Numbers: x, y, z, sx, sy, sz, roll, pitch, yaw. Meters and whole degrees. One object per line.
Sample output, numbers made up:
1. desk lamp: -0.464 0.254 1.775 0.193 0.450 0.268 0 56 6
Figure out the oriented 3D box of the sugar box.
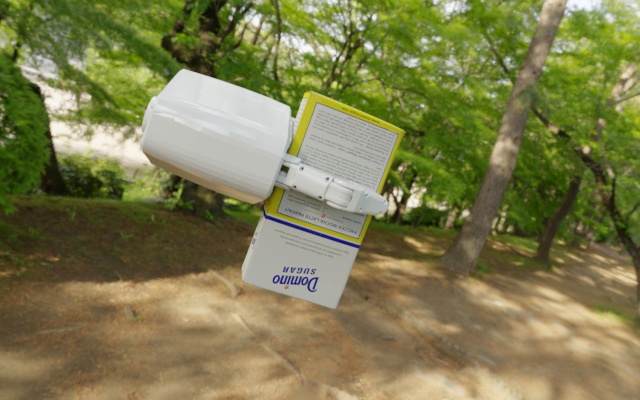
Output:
1. sugar box: 0.000 0.001 0.434 0.093 0.176 0.048 20 10 -13
